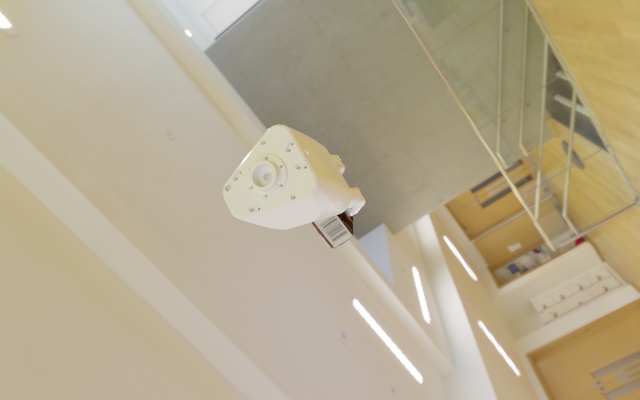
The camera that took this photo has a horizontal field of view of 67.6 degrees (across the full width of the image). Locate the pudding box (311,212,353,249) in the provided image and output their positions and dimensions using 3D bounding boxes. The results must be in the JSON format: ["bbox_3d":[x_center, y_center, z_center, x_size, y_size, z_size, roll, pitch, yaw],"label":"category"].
[{"bbox_3d":[0.000,0.002,0.662,0.039,0.113,0.090,-33,10,12],"label":"pudding box"}]
